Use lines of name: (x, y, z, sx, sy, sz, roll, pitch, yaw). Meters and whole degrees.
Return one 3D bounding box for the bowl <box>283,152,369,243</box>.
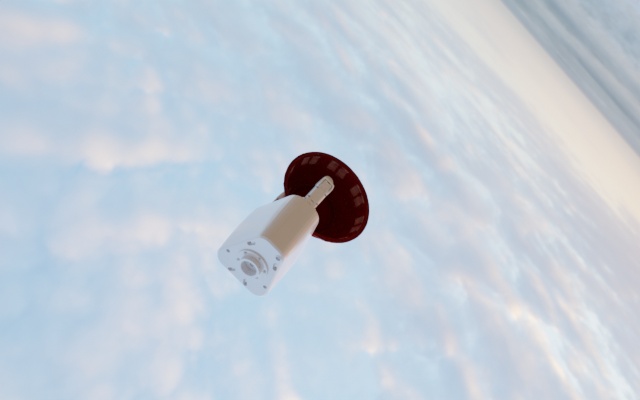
bowl: (0.001, 0.002, 0.785, 0.162, 0.162, 0.055, 0, -24, -34)
